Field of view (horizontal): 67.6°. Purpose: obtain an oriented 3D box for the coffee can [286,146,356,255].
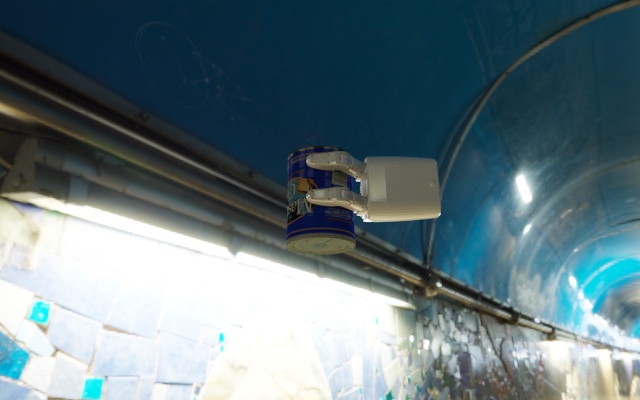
[{"bbox_3d":[0.000,0.003,0.724,0.103,0.140,0.103,0,-20,0],"label":"coffee can"}]
